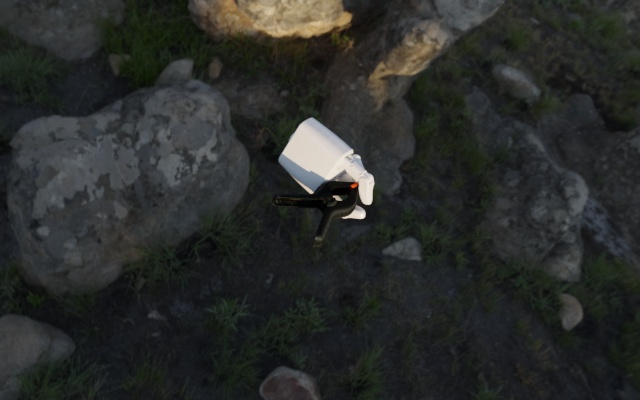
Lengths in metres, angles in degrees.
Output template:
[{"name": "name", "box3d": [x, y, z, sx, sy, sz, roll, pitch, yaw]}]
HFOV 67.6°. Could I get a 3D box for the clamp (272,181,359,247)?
[{"name": "clamp", "box3d": [0.001, 0.002, 0.860, 0.171, 0.120, 0.039, -37, -16, -43]}]
